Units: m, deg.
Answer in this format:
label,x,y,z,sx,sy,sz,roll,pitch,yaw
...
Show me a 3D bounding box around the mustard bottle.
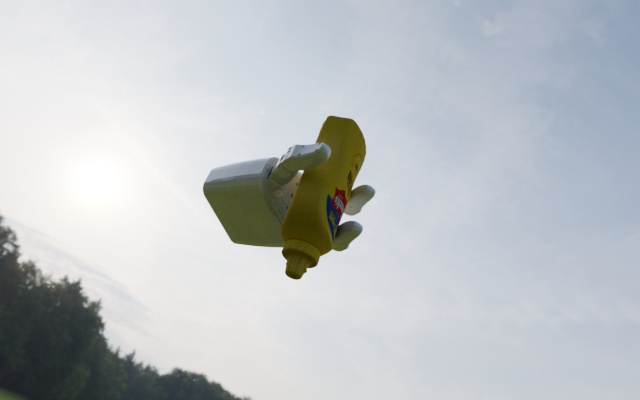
label,x,y,z,sx,sy,sz,roll,pitch,yaw
mustard bottle,0.000,0.002,0.543,0.058,0.191,0.096,13,-32,14
